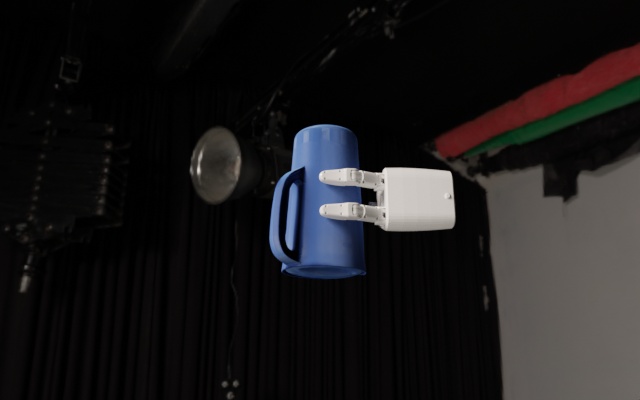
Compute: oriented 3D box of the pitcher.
[{"bbox_3d":[0.000,0.003,0.775,0.145,0.242,0.149,0,-17,1],"label":"pitcher"}]
